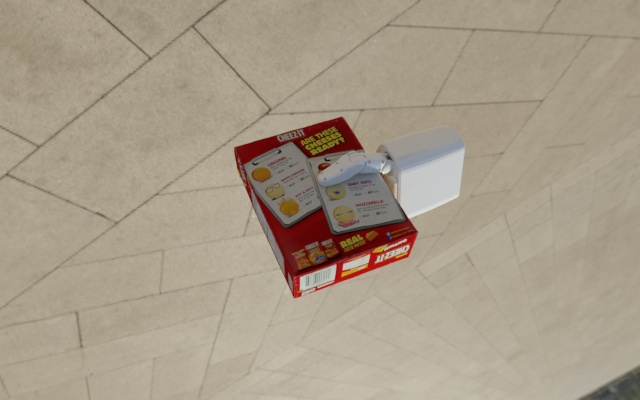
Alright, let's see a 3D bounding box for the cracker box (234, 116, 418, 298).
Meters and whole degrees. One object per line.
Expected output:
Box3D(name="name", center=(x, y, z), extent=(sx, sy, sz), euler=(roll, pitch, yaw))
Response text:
Box3D(name="cracker box", center=(0.000, 0.002, 0.626), extent=(0.164, 0.213, 0.072), euler=(-18, -34, -16))
